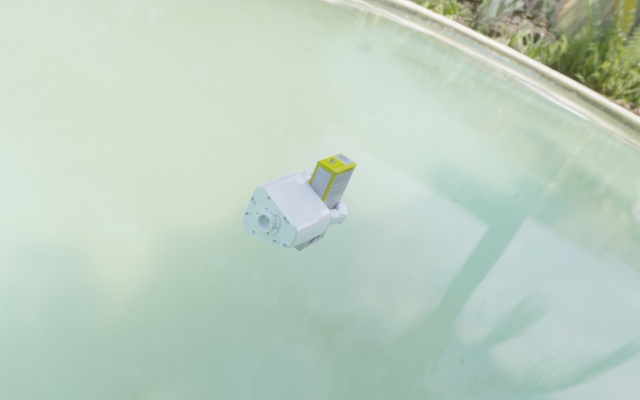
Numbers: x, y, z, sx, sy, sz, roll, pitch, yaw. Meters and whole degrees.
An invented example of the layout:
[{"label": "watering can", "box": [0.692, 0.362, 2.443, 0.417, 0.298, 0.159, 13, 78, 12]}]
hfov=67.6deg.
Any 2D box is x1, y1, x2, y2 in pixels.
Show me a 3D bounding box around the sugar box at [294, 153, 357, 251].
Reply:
[{"label": "sugar box", "box": [0.000, 0.003, 0.888, 0.048, 0.176, 0.093, 36, 28, 18]}]
